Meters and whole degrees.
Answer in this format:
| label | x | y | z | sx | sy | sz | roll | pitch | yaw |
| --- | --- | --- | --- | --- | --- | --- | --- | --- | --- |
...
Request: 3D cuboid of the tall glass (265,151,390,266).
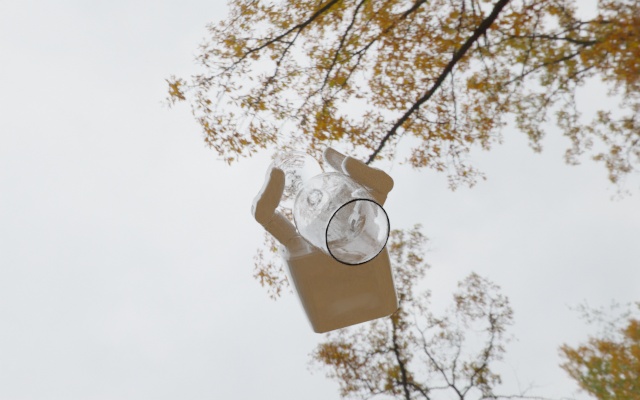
| label | x | y | z | sx | sy | sz | roll | pitch | yaw |
| --- | --- | --- | --- | --- | --- | --- | --- | --- | --- |
| tall glass | 0.000 | 0.001 | 0.500 | 0.079 | 0.079 | 0.201 | 0 | 15 | -20 |
